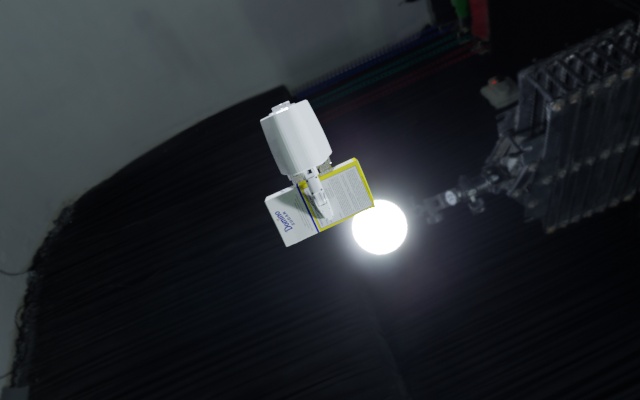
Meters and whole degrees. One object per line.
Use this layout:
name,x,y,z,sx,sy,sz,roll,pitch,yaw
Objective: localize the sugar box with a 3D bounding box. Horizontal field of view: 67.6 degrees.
sugar box,0.000,0.002,0.845,0.176,0.093,0.048,-23,12,4
